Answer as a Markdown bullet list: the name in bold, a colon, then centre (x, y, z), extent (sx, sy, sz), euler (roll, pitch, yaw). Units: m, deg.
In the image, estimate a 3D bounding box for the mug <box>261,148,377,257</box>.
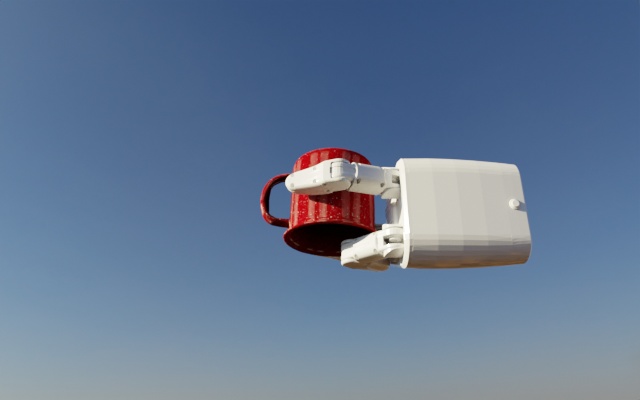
- **mug**: centre (-0.001, 0.001, 0.470), extent (0.117, 0.081, 0.093), euler (2, -26, -2)
